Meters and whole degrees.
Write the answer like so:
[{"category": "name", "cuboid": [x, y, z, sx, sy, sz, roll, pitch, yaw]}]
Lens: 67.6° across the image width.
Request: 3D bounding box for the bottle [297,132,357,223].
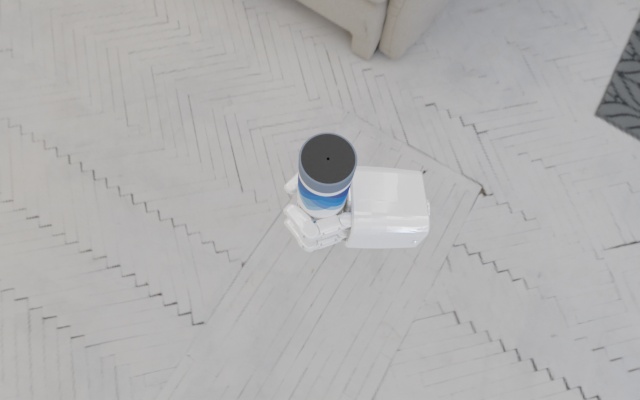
[{"category": "bottle", "cuboid": [0.000, 0.002, 0.675, 0.069, 0.069, 0.296, 0, -20, -4]}]
